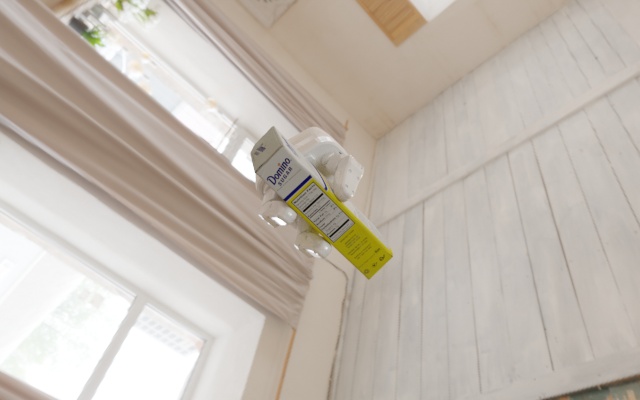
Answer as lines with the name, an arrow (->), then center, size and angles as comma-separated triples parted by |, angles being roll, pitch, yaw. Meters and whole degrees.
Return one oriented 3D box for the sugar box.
sugar box -> 0.000, 0.002, 0.521 | 0.176, 0.048, 0.093 | 42, 8, -21
